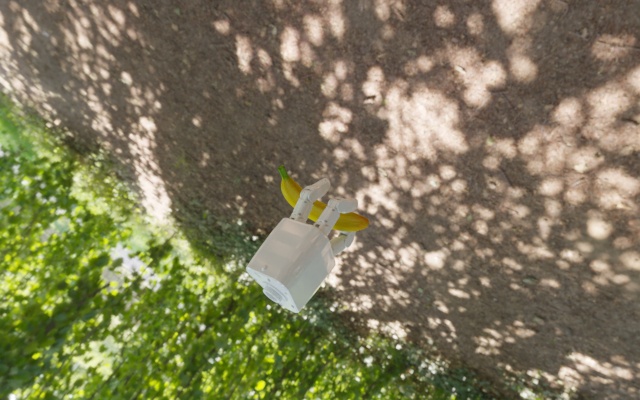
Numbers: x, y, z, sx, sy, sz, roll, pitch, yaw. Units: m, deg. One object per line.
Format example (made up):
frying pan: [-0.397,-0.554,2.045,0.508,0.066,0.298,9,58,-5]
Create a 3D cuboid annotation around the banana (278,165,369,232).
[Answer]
banana: [-0.002,0.012,0.838,0.197,0.037,0.070,31,-29,22]
